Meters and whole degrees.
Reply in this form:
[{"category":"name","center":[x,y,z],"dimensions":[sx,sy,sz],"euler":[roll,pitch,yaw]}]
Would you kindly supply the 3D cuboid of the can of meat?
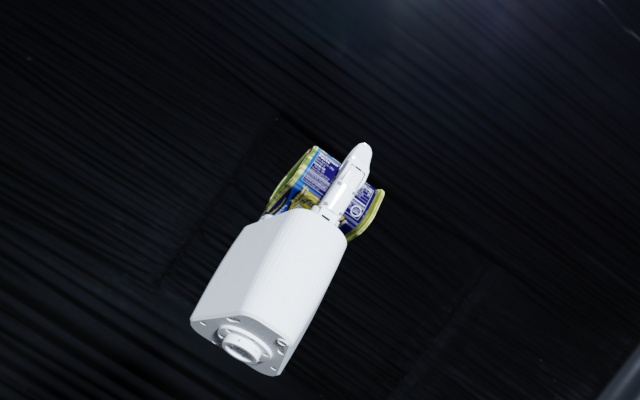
[{"category":"can of meat","center":[0.000,0.001,0.484],"dimensions":[0.084,0.057,0.102],"euler":[35,-34,-9]}]
